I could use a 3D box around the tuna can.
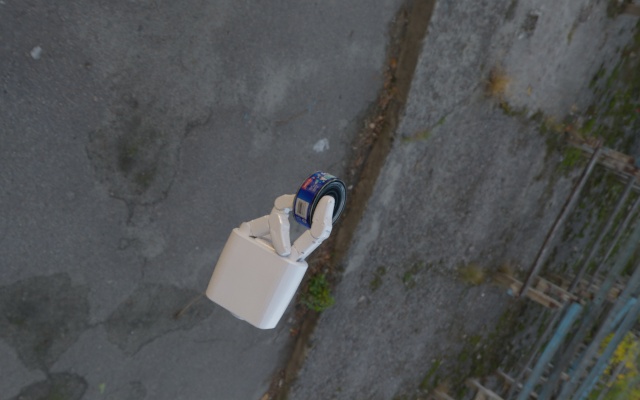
[{"bbox_3d":[0.001,0.002,0.693,0.033,0.086,0.086,26,14,33],"label":"tuna can"}]
